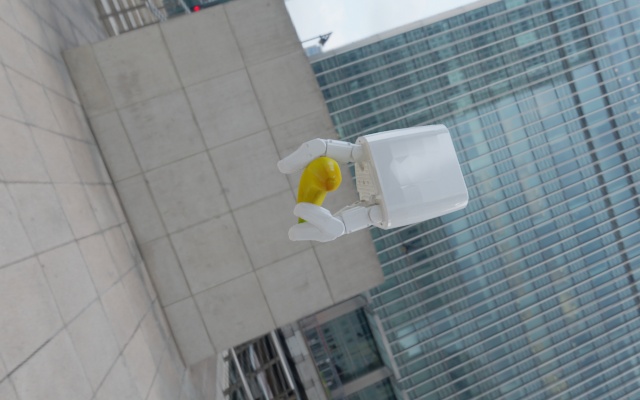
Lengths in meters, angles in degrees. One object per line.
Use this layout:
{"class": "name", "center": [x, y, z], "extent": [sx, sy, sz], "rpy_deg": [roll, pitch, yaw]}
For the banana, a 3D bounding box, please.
{"class": "banana", "center": [-0.003, -0.015, 0.583], "extent": [0.037, 0.069, 0.198], "rpy_deg": [-3, -19, -11]}
